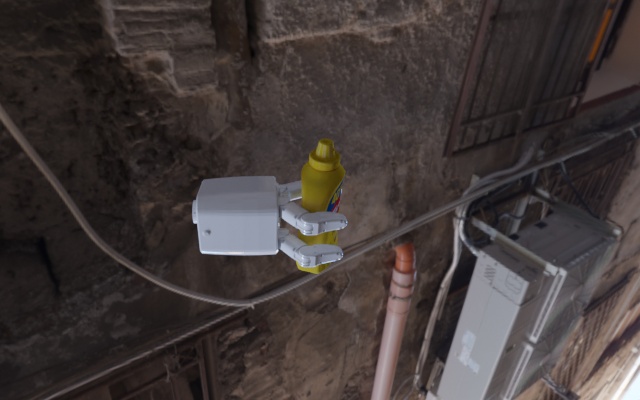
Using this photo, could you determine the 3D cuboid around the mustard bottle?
[{"bbox_3d":[0.000,0.002,0.666,0.058,0.192,0.096,13,36,12],"label":"mustard bottle"}]
